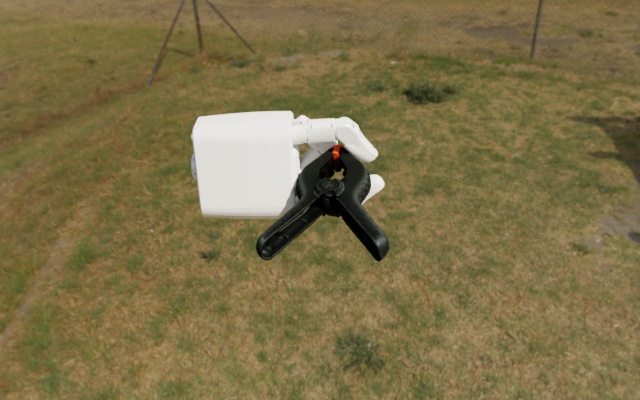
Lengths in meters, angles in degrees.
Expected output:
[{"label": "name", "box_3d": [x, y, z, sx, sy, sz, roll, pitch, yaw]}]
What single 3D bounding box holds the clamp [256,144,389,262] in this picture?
[{"label": "clamp", "box_3d": [0.000, 0.001, 0.482, 0.120, 0.039, 0.171, -2, 36, 1]}]
